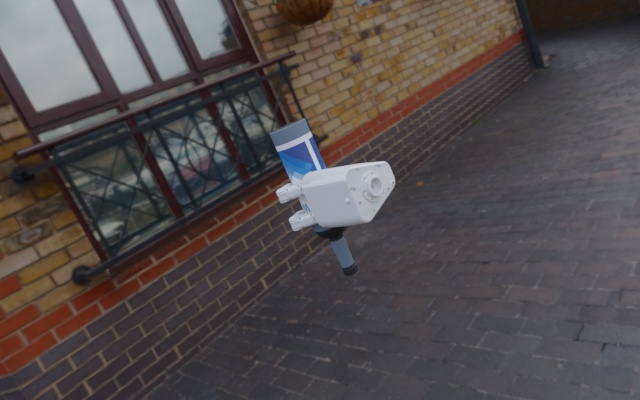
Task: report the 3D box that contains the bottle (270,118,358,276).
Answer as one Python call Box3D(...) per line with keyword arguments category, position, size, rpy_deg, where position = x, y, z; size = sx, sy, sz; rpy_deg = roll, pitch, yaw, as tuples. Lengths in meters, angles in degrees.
Box3D(category="bottle", position=(0.000, 0.003, 0.854), size=(0.069, 0.296, 0.069), rpy_deg=(-22, 13, 6))
